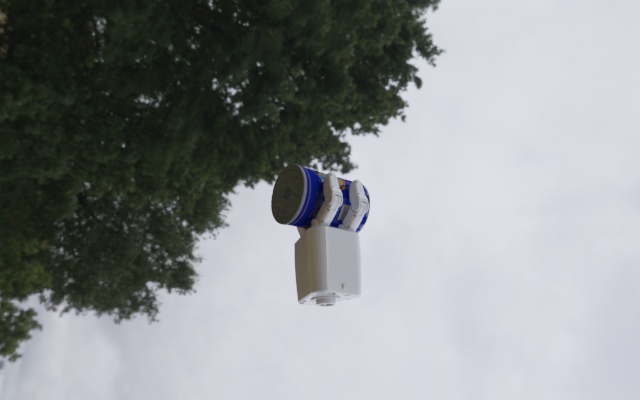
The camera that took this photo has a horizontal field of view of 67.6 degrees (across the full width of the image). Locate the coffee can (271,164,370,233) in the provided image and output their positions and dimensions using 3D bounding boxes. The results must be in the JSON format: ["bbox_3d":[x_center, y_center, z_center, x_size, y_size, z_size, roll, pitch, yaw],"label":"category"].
[{"bbox_3d":[0.000,0.003,0.827,0.140,0.103,0.103,14,-8,-34],"label":"coffee can"}]
